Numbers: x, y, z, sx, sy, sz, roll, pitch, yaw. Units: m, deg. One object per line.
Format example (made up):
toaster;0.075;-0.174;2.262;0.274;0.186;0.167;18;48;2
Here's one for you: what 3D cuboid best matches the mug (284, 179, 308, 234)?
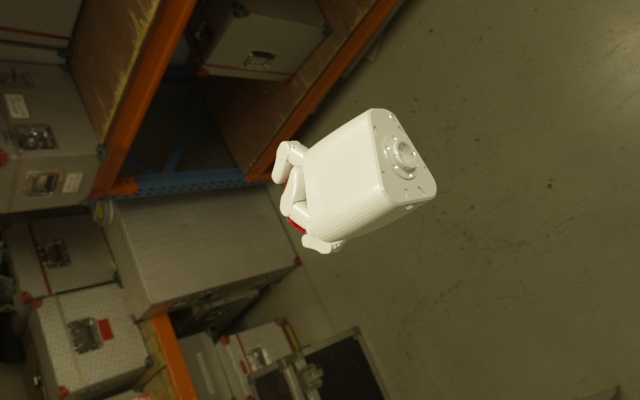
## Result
mug;-0.001;0.003;0.616;0.081;0.093;0.117;-8;-18;-44
